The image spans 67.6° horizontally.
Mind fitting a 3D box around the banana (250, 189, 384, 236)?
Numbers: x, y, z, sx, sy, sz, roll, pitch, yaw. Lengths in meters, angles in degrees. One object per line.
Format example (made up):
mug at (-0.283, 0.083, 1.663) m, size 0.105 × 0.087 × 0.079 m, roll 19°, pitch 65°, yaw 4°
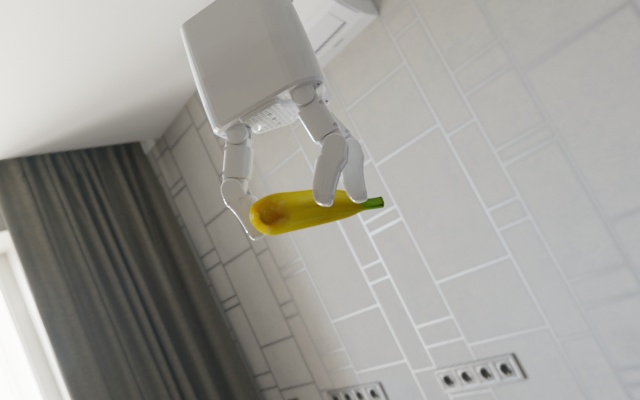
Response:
banana at (-0.013, 0.006, 0.441) m, size 0.069 × 0.037 × 0.198 m, roll -19°, pitch -6°, yaw 32°
